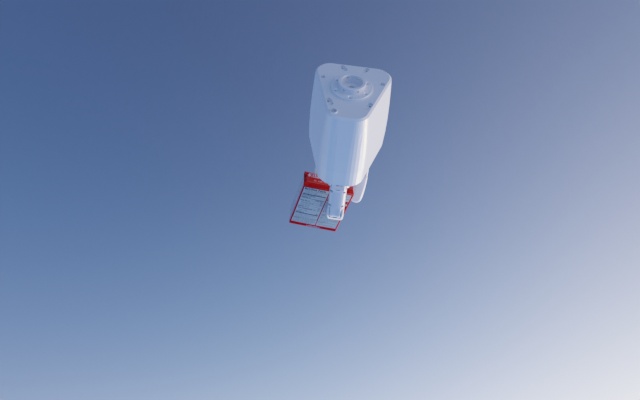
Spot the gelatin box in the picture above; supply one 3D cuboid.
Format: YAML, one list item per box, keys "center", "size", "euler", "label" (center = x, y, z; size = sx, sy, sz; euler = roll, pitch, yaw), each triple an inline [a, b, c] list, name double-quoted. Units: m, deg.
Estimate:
- center: [0.000, 0.003, 0.690]
  size: [0.073, 0.030, 0.089]
  euler: [11, -44, -12]
  label: "gelatin box"
